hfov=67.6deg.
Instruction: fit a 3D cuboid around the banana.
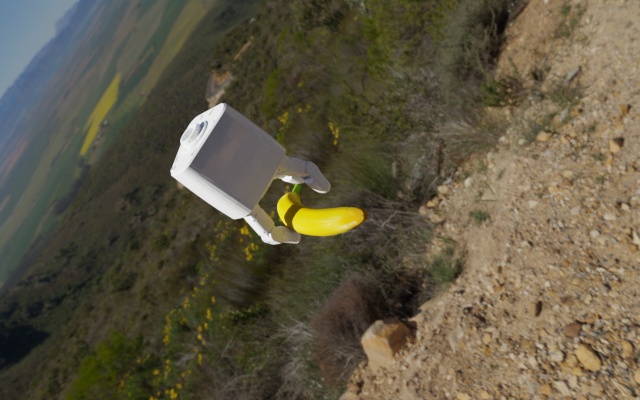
[{"bbox_3d":[-0.013,0.016,0.663,0.037,0.069,0.197,41,-9,-32],"label":"banana"}]
